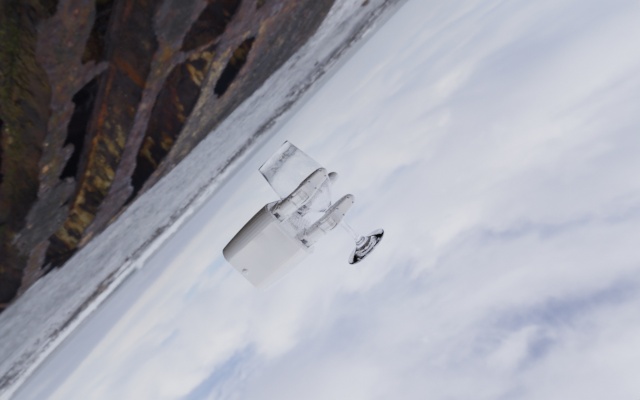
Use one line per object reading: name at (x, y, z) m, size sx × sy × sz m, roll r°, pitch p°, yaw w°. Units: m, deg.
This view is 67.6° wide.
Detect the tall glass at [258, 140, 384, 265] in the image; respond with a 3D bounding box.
tall glass at (0.001, 0.003, 0.714) m, size 0.201 × 0.079 × 0.079 m, roll 45°, pitch -9°, yaw -10°
